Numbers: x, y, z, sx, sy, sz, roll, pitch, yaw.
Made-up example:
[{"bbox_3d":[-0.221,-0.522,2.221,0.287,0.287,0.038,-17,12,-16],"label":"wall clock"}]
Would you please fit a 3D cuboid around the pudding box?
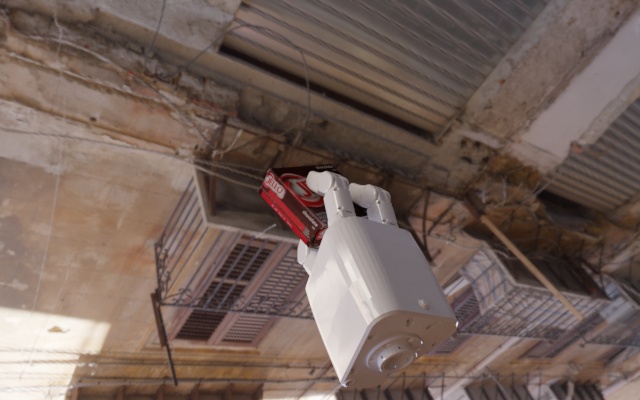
[{"bbox_3d":[0.000,0.002,0.528,0.090,0.039,0.113,46,28,23],"label":"pudding box"}]
